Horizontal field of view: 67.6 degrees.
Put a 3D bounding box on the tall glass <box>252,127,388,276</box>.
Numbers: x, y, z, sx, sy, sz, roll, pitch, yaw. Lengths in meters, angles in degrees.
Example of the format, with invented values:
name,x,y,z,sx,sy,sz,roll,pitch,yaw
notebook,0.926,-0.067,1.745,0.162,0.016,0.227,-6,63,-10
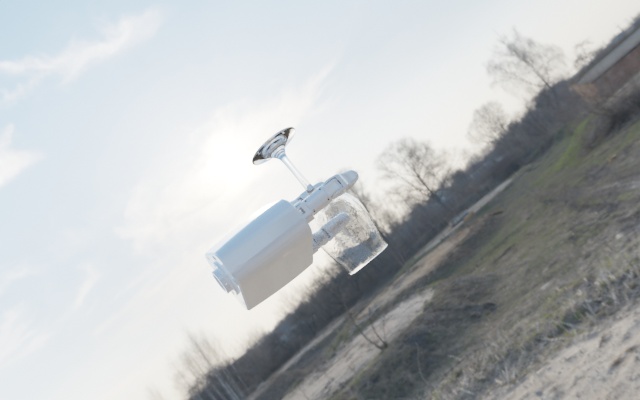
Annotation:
name,x,y,z,sx,sy,sz,roll,pitch,yaw
tall glass,0.000,0.001,0.626,0.079,0.201,0.079,-39,-8,-7
